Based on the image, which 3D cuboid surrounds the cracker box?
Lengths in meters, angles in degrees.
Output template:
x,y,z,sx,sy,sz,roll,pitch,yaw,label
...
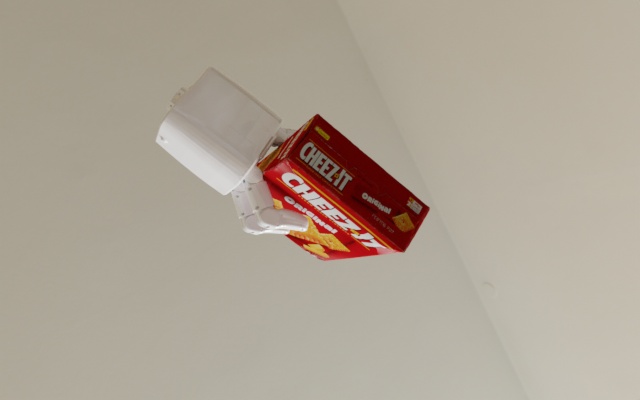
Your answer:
x,y,z,sx,sy,sz,roll,pitch,yaw,label
0.000,0.002,0.585,0.164,0.072,0.214,38,-21,-14,cracker box
